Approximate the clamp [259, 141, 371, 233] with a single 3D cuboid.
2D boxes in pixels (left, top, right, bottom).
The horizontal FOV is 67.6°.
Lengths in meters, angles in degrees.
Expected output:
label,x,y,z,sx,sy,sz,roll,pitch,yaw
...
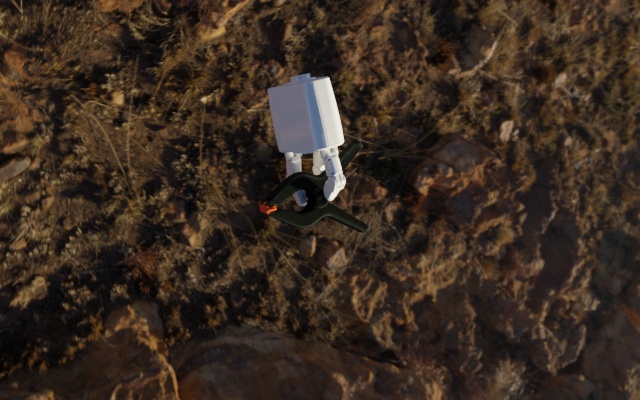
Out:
label,x,y,z,sx,sy,sz,roll,pitch,yaw
clamp,0.000,0.003,0.810,0.210,0.164,0.036,-20,15,-27
